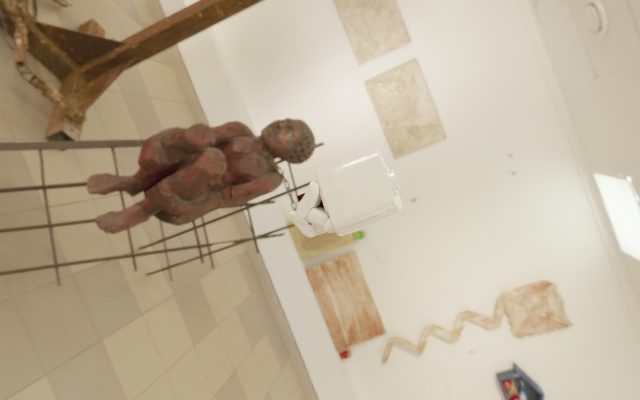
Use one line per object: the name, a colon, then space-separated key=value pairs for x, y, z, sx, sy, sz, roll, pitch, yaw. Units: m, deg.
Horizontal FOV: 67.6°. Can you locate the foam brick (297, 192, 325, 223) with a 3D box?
foam brick: x=0.000 y=0.003 z=0.840 sx=0.051 sy=0.053 sz=0.078 roll=-22 pitch=3 yaw=14
